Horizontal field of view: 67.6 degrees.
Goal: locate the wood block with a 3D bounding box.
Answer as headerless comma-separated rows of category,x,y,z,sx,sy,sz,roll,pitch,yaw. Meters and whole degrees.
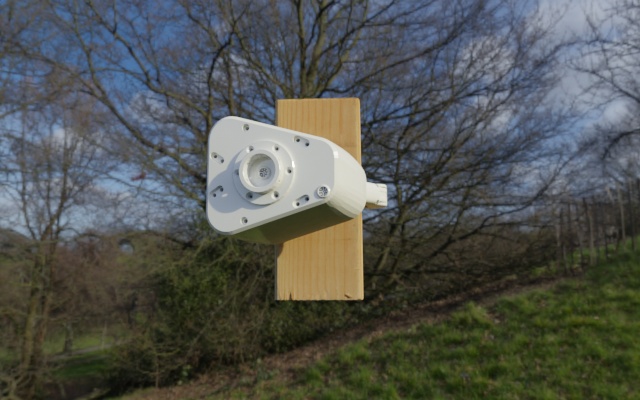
wood block,0.000,0.002,0.525,0.091,0.206,0.090,-1,-6,4
